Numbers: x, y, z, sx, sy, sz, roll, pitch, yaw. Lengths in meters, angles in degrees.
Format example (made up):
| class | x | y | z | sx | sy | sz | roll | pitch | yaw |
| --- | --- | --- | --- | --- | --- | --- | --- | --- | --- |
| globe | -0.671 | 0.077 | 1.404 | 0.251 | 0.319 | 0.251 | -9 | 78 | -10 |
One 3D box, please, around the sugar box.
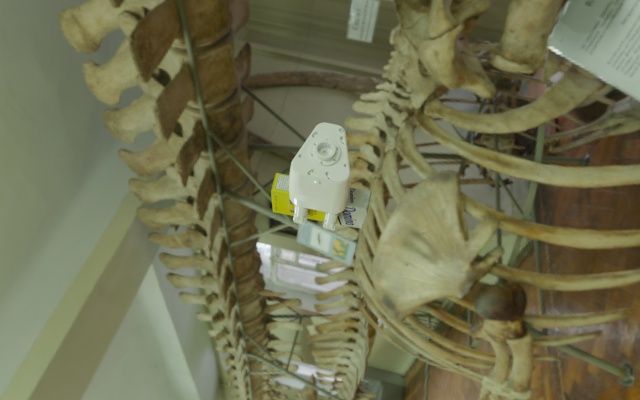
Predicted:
| class | x | y | z | sx | sy | sz | roll | pitch | yaw |
| --- | --- | --- | --- | --- | --- | --- | --- | --- | --- |
| sugar box | 0.000 | 0.003 | 0.885 | 0.176 | 0.048 | 0.093 | 13 | -26 | 4 |
